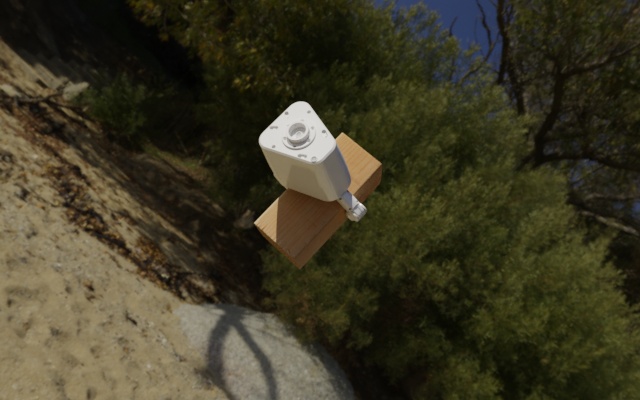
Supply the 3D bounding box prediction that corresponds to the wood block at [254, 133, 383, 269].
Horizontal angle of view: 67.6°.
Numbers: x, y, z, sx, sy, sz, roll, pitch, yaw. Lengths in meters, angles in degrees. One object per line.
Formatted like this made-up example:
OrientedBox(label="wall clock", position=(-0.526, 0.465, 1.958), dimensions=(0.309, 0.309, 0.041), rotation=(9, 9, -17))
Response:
OrientedBox(label="wood block", position=(0.000, 0.003, 0.788), dimensions=(0.091, 0.206, 0.090), rotation=(41, -11, 15))
